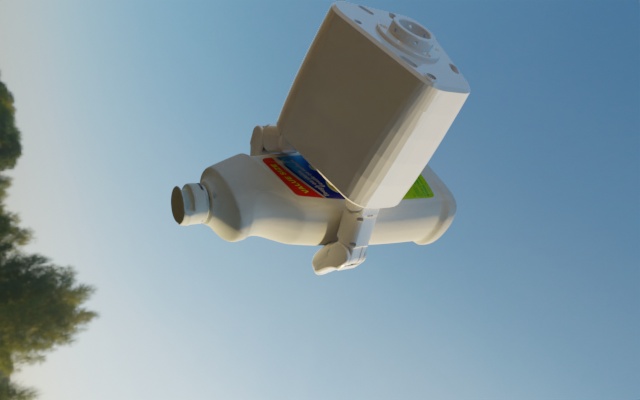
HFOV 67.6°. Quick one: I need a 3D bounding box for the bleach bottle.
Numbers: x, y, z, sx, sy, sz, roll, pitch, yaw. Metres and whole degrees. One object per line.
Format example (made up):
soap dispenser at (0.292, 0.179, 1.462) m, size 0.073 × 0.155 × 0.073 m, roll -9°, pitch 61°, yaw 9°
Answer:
bleach bottle at (0.000, 0.001, 0.419) m, size 0.251 × 0.102 × 0.068 m, roll -5°, pitch -42°, yaw -36°
